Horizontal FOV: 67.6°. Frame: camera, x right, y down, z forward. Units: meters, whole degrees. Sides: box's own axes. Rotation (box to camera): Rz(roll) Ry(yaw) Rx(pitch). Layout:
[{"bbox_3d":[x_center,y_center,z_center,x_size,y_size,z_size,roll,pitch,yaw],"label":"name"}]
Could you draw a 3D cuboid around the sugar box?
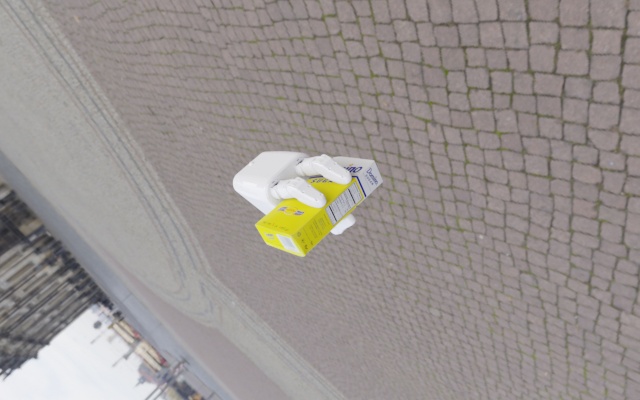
[{"bbox_3d":[0.000,0.002,0.693,0.176,0.048,0.093,-45,33,-25],"label":"sugar box"}]
